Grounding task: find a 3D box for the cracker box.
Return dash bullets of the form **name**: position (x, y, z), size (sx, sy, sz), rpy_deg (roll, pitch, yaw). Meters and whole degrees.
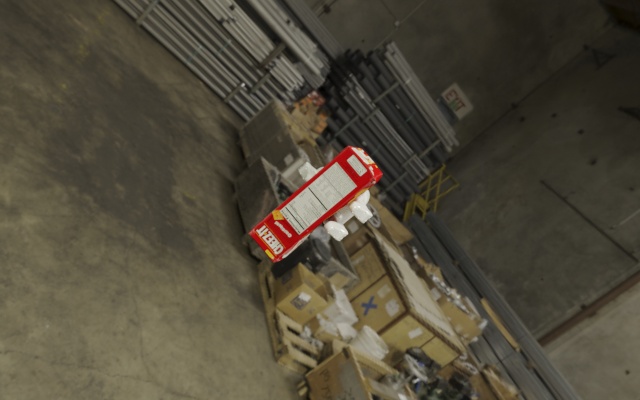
- **cracker box**: position (0.000, 0.002, 0.807), size (0.214, 0.072, 0.164), rpy_deg (-41, -3, 12)
